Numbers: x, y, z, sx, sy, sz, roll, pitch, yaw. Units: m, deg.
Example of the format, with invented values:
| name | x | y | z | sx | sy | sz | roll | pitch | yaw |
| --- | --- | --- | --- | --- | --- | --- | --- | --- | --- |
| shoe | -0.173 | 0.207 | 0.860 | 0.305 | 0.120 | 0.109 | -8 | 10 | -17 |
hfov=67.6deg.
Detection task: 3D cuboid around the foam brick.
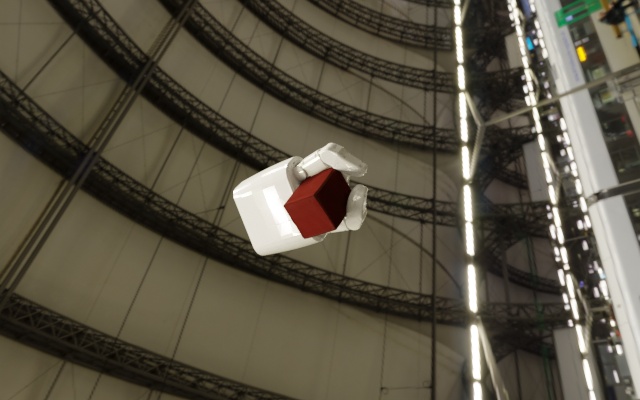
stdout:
| name | x | y | z | sx | sy | sz | roll | pitch | yaw |
| --- | --- | --- | --- | --- | --- | --- | --- | --- | --- |
| foam brick | 0.000 | 0.002 | 0.593 | 0.051 | 0.053 | 0.078 | -19 | 21 | 32 |
